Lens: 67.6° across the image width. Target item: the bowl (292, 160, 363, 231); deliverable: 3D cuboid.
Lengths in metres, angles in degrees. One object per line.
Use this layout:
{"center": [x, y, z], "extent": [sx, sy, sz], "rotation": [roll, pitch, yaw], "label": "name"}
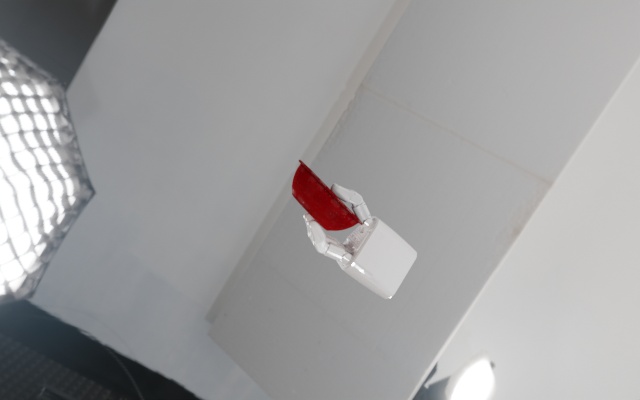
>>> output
{"center": [-0.001, 0.002, 0.850], "extent": [0.055, 0.162, 0.162], "rotation": [-44, -1, 1], "label": "bowl"}
